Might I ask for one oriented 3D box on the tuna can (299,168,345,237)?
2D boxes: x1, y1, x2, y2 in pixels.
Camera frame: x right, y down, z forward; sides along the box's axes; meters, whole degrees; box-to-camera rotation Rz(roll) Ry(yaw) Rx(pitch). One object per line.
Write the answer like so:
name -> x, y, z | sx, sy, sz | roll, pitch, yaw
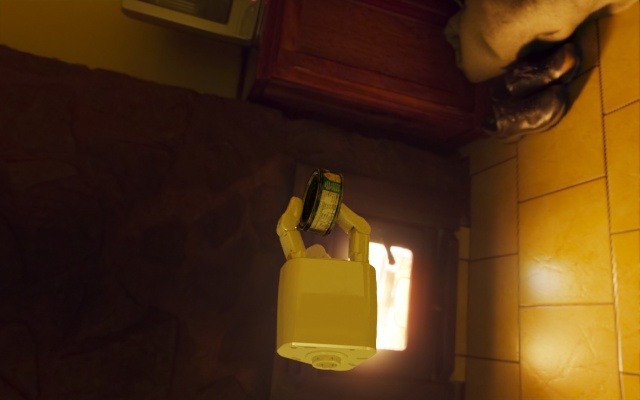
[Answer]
tuna can -> 0.000, 0.002, 0.620 | 0.034, 0.086, 0.086 | 15, -4, -13
